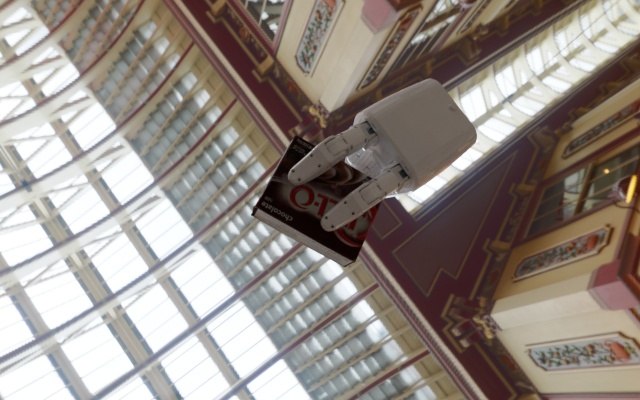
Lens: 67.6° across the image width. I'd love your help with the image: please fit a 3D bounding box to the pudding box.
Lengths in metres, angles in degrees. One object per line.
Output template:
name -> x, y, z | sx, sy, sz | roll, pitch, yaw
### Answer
pudding box -> 0.000, 0.002, 0.483 | 0.113, 0.090, 0.039 | 28, -25, -5
